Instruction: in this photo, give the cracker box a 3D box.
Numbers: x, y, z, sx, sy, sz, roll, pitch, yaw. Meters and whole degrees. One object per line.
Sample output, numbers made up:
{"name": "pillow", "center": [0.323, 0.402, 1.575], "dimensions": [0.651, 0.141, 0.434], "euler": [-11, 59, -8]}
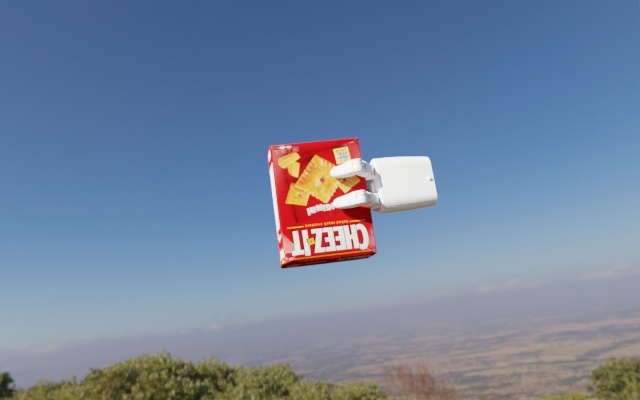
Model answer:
{"name": "cracker box", "center": [0.000, 0.003, 0.850], "dimensions": [0.164, 0.213, 0.072], "euler": [-6, -14, -10]}
